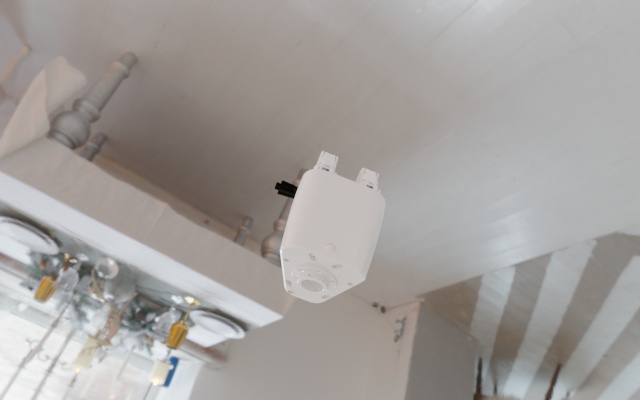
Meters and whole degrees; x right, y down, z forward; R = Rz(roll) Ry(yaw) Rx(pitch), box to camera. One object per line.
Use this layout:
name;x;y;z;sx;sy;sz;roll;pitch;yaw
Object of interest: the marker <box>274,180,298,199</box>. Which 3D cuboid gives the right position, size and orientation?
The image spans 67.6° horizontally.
marker;0.000;0.002;0.603;0.121;0.020;0.020;20;-1;-3
